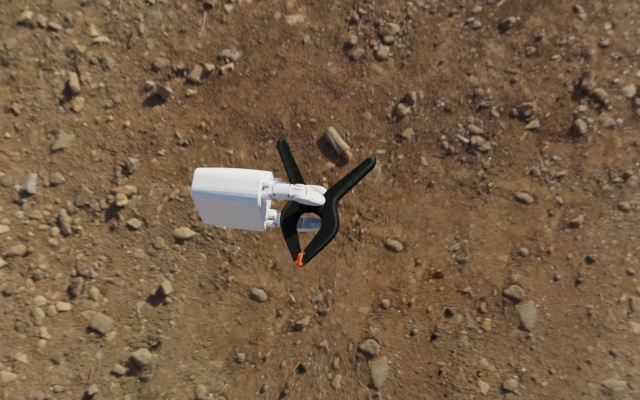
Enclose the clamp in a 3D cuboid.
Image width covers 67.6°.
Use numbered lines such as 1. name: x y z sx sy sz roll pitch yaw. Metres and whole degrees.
1. clamp: 0.000 0.003 0.758 0.164 0.210 0.036 5 -14 5
